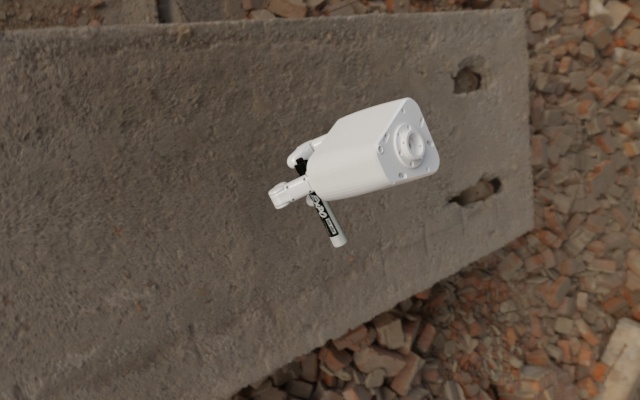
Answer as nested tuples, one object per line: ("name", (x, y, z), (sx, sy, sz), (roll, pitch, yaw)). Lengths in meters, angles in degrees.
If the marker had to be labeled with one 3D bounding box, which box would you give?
("marker", (0.000, 0.002, 0.589), (0.020, 0.121, 0.020), (-25, 13, 6))
